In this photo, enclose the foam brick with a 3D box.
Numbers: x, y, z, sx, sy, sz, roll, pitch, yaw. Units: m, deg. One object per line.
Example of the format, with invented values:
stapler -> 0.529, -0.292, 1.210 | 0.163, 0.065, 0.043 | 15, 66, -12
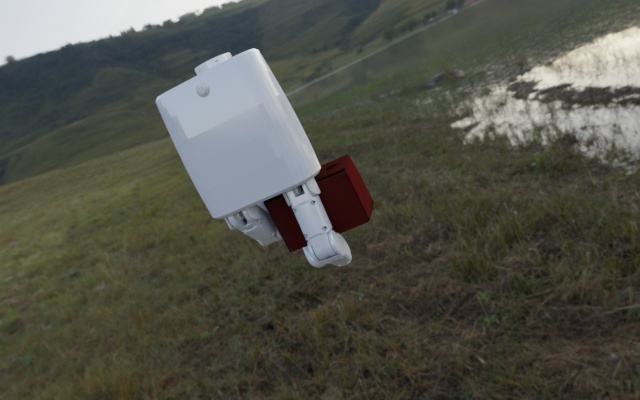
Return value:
foam brick -> 0.000, 0.001, 0.417 | 0.078, 0.051, 0.053 | -23, 13, 14
